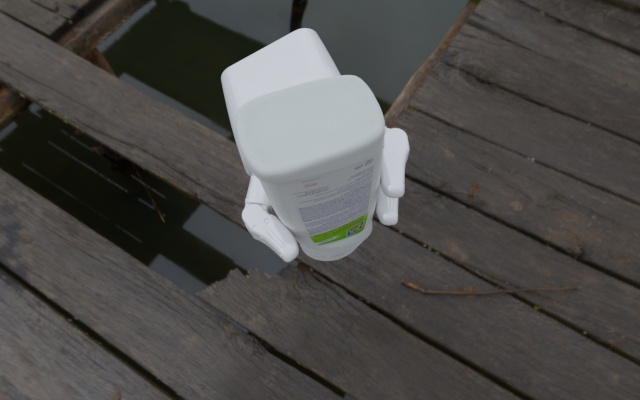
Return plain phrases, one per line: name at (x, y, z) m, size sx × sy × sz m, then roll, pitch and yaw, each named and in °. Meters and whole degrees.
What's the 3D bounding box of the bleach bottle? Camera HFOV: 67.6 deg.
bleach bottle at (0.000, 0.001, 0.427) m, size 0.102 × 0.068 × 0.251 m, roll -18°, pitch -26°, yaw -6°
